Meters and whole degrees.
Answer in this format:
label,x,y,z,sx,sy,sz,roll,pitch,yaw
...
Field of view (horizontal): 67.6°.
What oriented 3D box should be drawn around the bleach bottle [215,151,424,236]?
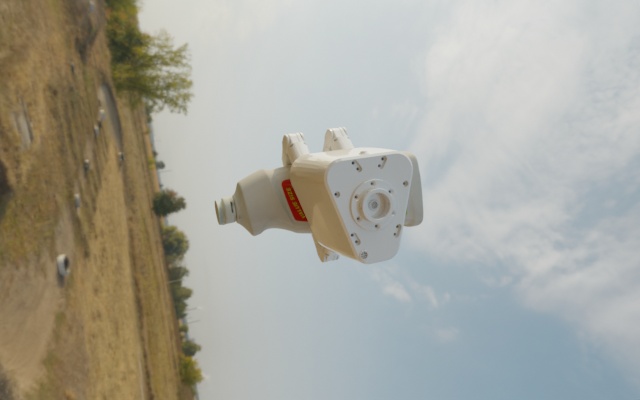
label,x,y,z,sx,sy,sz,roll,pitch,yaw
bleach bottle,0.000,0.002,0.585,0.251,0.102,0.068,-10,9,-18
